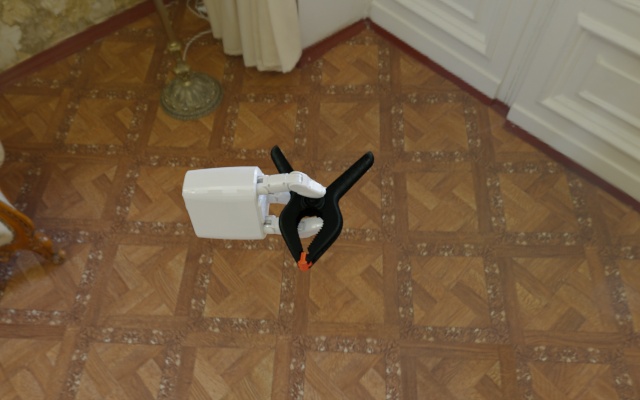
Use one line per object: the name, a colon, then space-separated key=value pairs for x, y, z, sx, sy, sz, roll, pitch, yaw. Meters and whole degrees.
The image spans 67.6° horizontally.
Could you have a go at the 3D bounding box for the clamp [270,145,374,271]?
clamp: x=0.000 y=0.002 z=0.711 sx=0.164 sy=0.209 sz=0.036 roll=-2 pitch=-30 yaw=6
